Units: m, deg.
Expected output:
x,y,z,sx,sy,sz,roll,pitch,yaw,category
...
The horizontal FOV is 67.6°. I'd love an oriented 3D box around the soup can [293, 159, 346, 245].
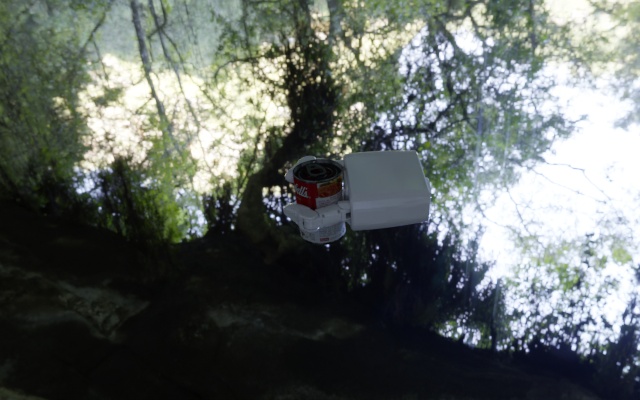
x,y,z,sx,sy,sz,roll,pitch,yaw,category
0.000,0.003,0.665,0.068,0.102,0.068,-4,30,2,soup can
